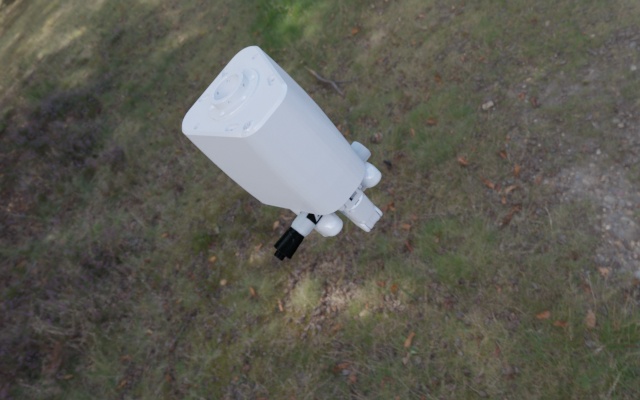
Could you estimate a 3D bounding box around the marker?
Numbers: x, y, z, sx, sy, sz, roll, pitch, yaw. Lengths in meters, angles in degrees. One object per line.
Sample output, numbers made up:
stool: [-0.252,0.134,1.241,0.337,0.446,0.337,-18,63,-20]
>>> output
marker: [0.000,0.001,0.413,0.020,0.121,0.020,37,-5,4]
